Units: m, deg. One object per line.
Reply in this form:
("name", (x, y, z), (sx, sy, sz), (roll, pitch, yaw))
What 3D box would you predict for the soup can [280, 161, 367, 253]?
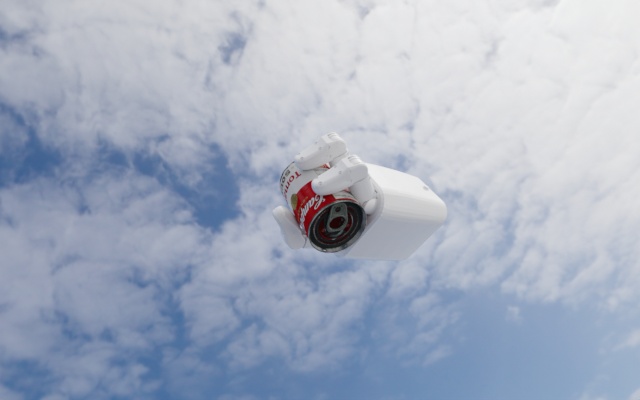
("soup can", (-0.001, 0.002, 0.543), (0.068, 0.068, 0.102), (0, 33, -27))
